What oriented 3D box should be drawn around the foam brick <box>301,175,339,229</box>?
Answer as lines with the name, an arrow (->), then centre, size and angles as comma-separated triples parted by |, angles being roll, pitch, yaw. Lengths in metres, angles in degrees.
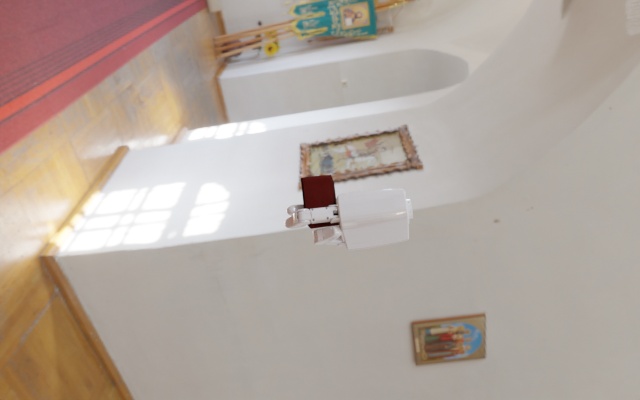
foam brick -> 0.000, 0.002, 0.792 | 0.051, 0.078, 0.053 | -9, -15, 7
